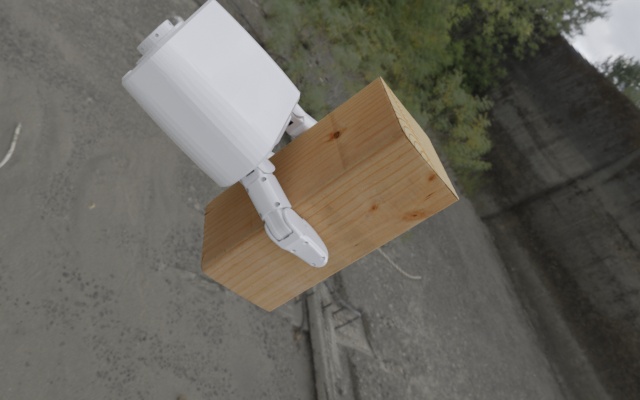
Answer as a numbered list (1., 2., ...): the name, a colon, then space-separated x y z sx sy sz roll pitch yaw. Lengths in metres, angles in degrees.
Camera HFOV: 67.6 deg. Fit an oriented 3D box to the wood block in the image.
1. wood block: 0.000 0.001 0.426 0.206 0.090 0.090 -34 -52 20
